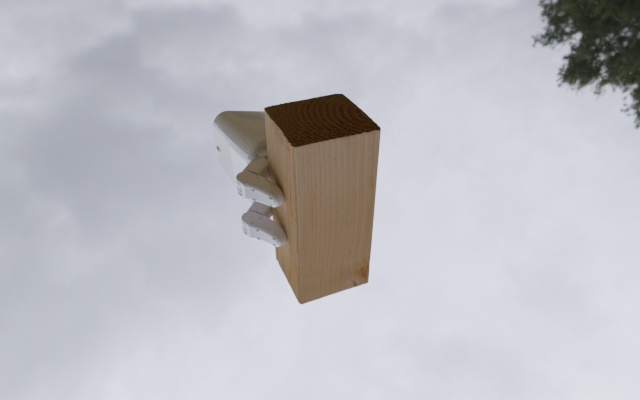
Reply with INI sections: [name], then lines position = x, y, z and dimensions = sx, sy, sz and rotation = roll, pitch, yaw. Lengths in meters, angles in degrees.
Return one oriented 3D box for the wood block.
[wood block]
position = 0.000, 0.002, 0.523
dimensions = 0.091, 0.206, 0.090
rotation = -15, 40, -18
